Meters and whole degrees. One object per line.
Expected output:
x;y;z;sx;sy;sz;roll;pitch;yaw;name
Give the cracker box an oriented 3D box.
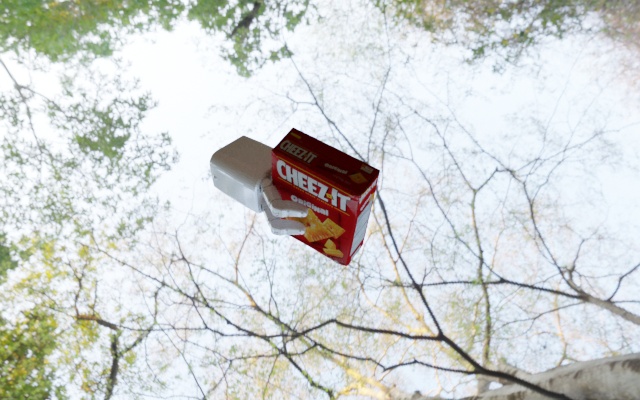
0.000;0.003;0.811;0.164;0.072;0.214;28;-34;16;cracker box
